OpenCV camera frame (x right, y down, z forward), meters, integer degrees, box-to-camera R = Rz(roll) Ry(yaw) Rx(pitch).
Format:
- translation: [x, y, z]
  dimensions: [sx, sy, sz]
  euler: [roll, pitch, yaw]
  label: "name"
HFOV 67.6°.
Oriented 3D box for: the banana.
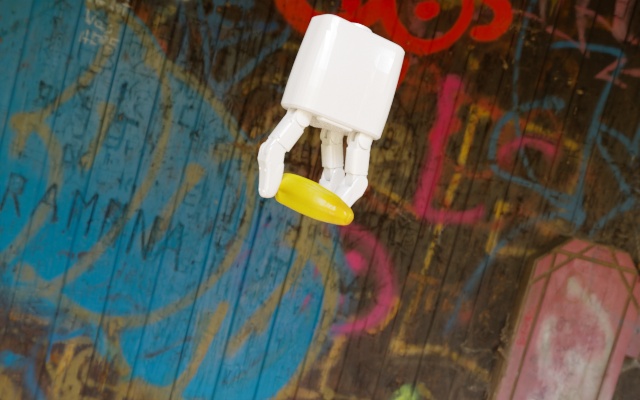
- translation: [-0.018, -0.005, 0.533]
  dimensions: [0.069, 0.037, 0.198]
  euler: [22, -1, -12]
  label: "banana"
